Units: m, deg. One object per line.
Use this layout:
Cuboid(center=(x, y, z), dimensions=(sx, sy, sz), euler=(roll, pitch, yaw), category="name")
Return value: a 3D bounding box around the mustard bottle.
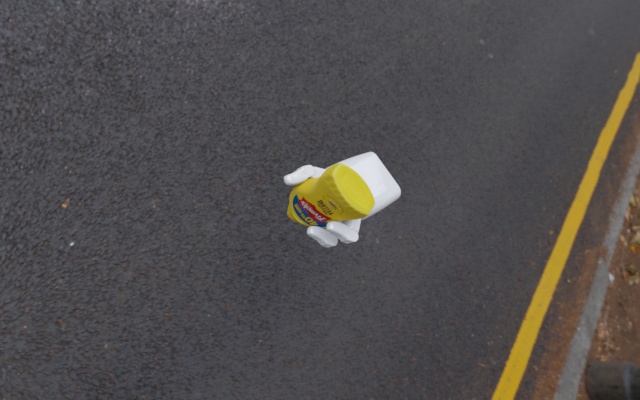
Cuboid(center=(0.000, 0.003, 0.828), dimensions=(0.192, 0.096, 0.058), euler=(-21, 28, 51), category="mustard bottle")
